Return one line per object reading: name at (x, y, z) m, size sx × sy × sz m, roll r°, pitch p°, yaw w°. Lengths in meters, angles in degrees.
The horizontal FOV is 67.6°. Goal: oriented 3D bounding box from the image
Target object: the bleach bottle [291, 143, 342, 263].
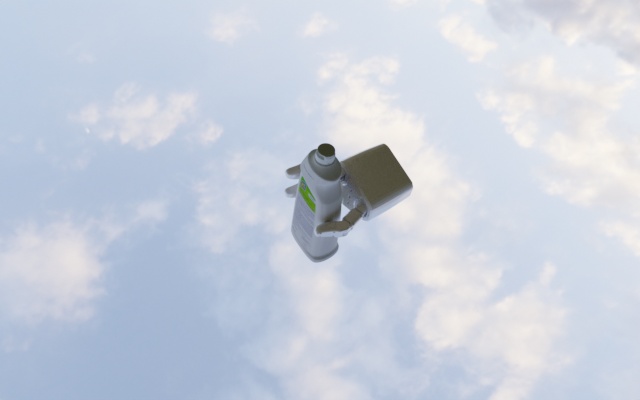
bleach bottle at (0.000, 0.003, 0.825) m, size 0.068 × 0.102 × 0.251 m, roll -27°, pitch -28°, yaw -25°
